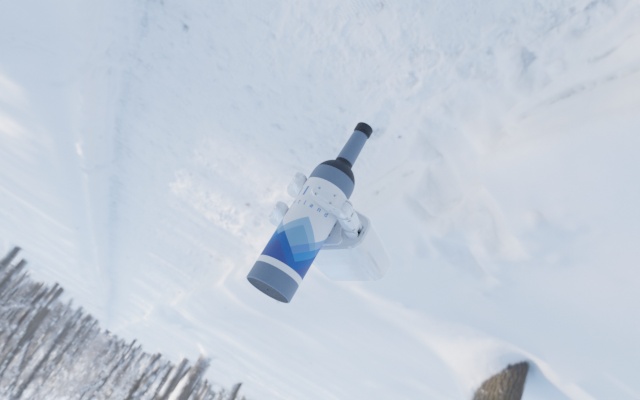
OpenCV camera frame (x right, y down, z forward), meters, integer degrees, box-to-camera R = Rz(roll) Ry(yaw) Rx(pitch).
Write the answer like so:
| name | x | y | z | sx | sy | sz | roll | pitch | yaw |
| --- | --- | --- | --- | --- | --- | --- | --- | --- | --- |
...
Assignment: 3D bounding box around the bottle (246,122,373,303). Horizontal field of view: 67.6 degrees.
| name | x | y | z | sx | sy | sz | roll | pitch | yaw |
| --- | --- | --- | --- | --- | --- | --- | --- | --- | --- |
| bottle | 0.000 | 0.002 | 0.684 | 0.069 | 0.295 | 0.069 | 25 | -24 | 12 |
